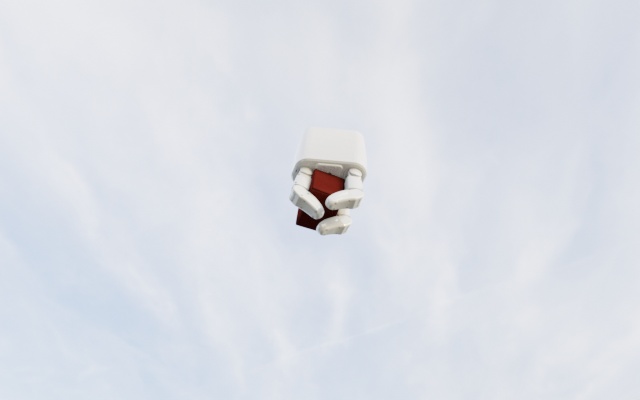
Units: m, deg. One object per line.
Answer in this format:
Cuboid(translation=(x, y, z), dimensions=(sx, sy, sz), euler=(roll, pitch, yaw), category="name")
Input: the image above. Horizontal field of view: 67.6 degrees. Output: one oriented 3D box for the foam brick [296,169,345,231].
Cuboid(translation=(0.000, 0.003, 0.738), dimensions=(0.053, 0.078, 0.051), euler=(19, 38, -11), category="foam brick")
